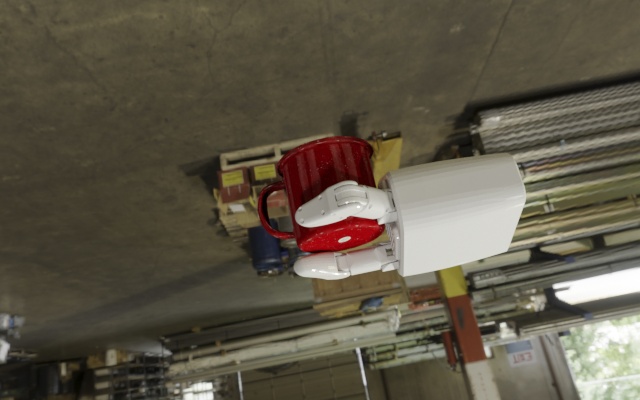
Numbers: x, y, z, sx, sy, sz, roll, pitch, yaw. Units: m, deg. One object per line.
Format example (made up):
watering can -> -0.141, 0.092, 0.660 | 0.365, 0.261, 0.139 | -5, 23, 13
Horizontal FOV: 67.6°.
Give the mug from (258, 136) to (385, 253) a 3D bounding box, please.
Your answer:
mug -> -0.001, 0.002, 0.438 | 0.117, 0.081, 0.093 | -12, -20, 0
